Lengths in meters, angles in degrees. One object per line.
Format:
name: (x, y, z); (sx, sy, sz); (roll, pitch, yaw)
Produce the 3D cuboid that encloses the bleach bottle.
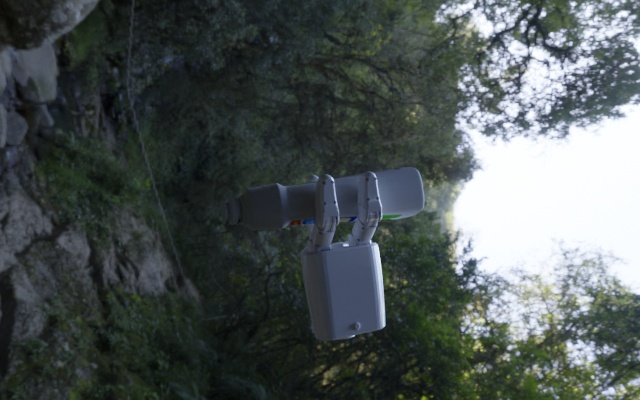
bleach bottle: (0.000, 0.002, 0.606); (0.251, 0.068, 0.102); (-6, -4, -21)
